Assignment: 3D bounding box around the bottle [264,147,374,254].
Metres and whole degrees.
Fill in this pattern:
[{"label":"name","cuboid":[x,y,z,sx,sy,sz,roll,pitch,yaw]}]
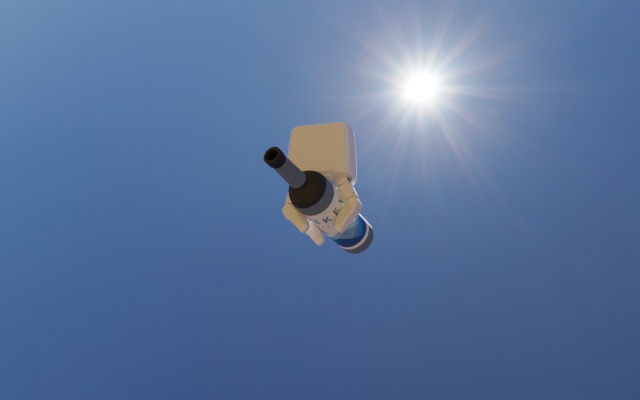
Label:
[{"label":"bottle","cuboid":[0.000,0.003,0.769,0.069,0.069,0.296,0,-26,31]}]
